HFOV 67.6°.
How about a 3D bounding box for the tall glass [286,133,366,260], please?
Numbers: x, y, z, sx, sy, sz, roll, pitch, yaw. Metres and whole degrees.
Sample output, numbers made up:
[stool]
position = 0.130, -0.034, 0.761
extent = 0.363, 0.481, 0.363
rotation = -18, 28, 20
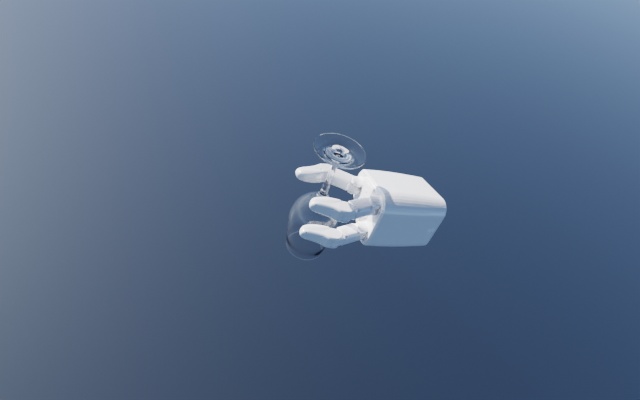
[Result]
[tall glass]
position = 0.000, 0.002, 0.706
extent = 0.079, 0.201, 0.079
rotation = 12, 42, -11
